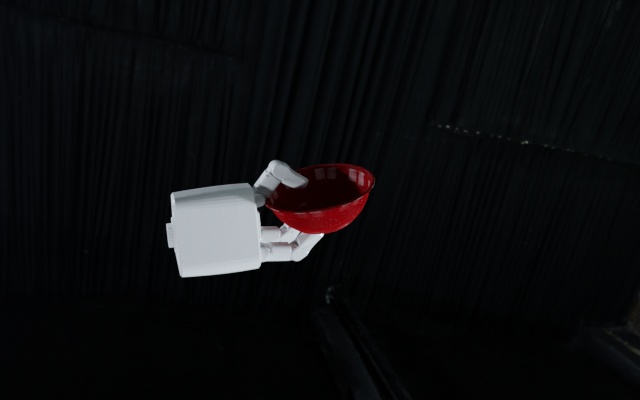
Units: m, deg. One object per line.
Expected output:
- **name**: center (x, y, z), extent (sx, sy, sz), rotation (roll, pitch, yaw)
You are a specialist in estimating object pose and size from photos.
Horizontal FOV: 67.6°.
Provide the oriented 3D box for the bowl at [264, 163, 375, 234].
- **bowl**: center (0.001, 0.002, 0.685), extent (0.162, 0.055, 0.162), rotation (-9, 25, 4)
